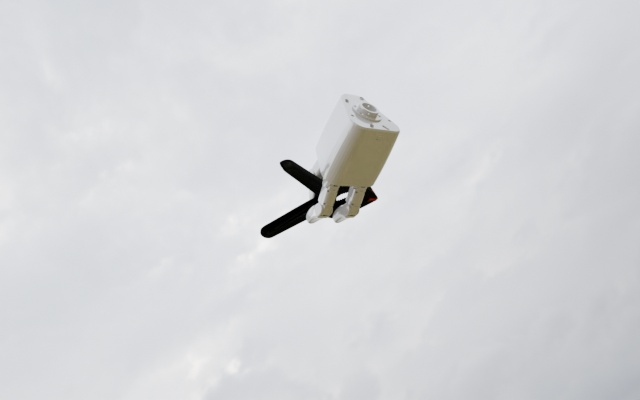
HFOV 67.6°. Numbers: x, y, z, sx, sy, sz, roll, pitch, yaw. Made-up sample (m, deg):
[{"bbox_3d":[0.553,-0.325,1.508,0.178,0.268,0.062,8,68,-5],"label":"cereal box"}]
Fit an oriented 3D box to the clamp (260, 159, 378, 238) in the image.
[{"bbox_3d":[0.000,0.002,0.818,0.210,0.165,0.036,1,44,-32],"label":"clamp"}]
